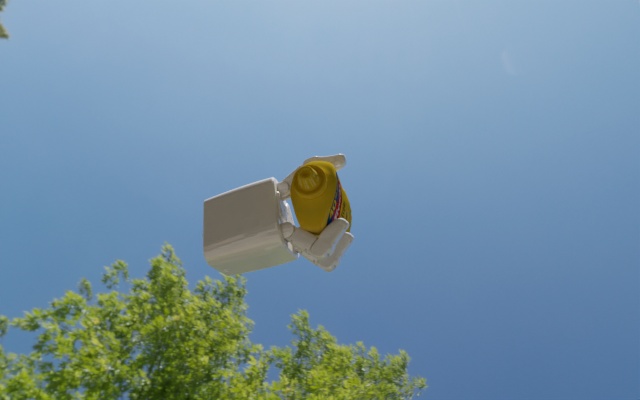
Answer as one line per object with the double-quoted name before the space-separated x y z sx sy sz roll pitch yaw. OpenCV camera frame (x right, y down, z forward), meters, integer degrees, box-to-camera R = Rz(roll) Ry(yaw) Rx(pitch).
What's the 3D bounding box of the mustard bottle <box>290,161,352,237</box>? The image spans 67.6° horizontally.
"mustard bottle" 0.000 0.002 0.631 0.058 0.096 0.192 7 -19 15
